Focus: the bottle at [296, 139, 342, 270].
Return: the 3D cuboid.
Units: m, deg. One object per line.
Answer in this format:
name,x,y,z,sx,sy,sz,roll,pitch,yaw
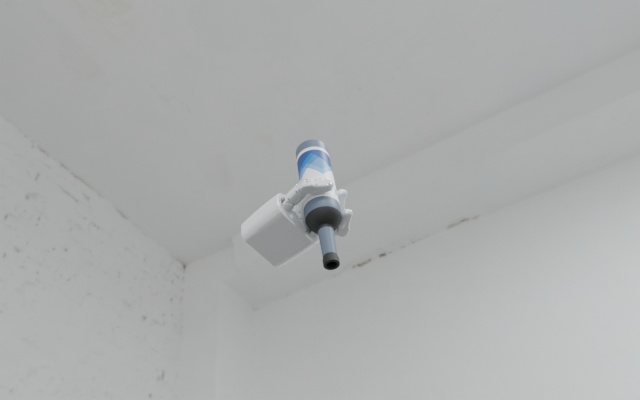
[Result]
bottle,0.000,0.003,0.879,0.069,0.069,0.295,0,44,-10
